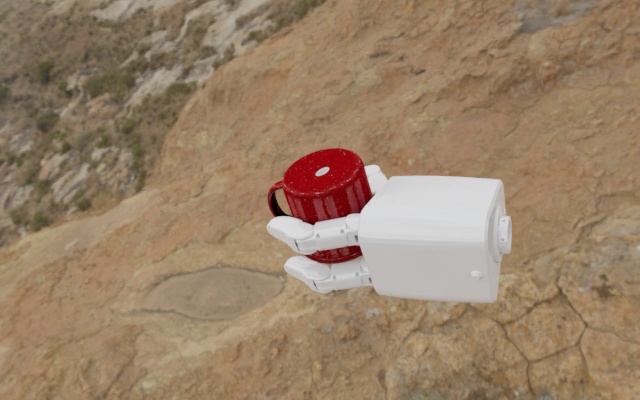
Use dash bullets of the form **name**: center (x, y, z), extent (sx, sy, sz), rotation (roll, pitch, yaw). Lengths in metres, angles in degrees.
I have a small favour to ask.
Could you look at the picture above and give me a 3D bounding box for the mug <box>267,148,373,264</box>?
- **mug**: center (-0.001, 0.001, 0.481), extent (0.117, 0.081, 0.093), rotation (1, 39, 26)
